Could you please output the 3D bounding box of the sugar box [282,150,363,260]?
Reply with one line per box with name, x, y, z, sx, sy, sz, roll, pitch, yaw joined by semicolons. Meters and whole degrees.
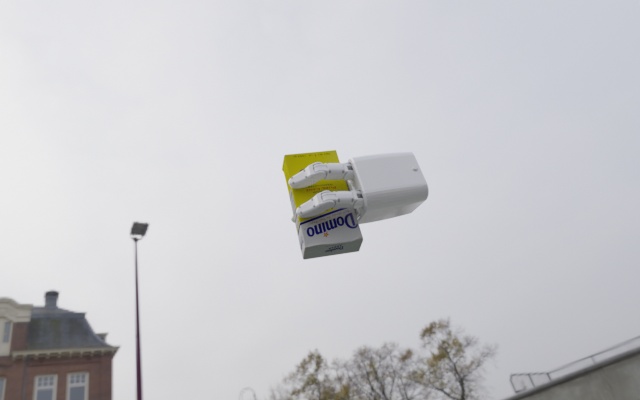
sugar box;0.000;0.002;0.762;0.093;0.176;0.048;-8;-34;-13
